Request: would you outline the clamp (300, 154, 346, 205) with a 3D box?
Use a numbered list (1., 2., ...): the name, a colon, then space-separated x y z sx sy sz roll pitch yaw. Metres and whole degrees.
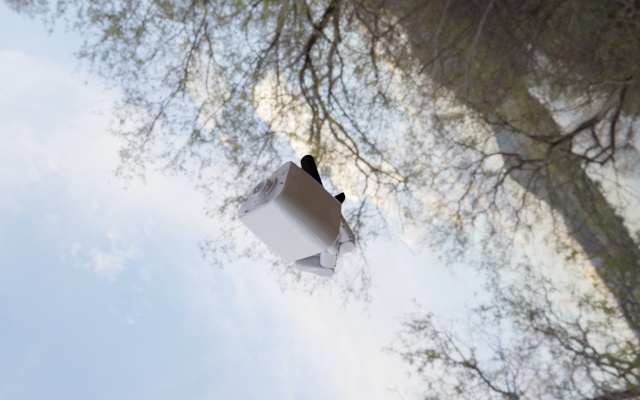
1. clamp: 0.000 0.003 0.783 0.039 0.120 0.171 -33 27 24
